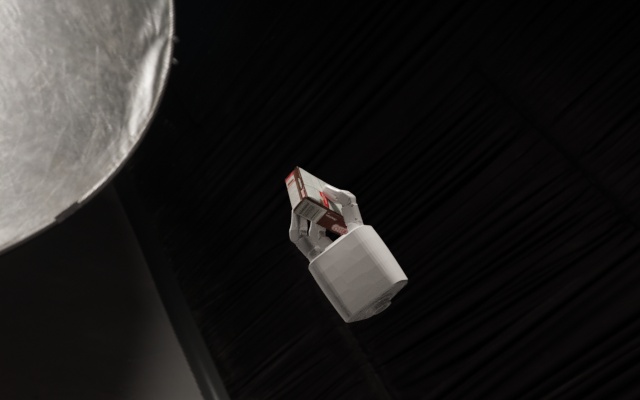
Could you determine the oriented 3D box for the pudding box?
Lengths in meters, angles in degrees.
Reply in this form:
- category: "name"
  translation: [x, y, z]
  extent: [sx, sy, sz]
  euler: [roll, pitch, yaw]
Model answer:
- category: "pudding box"
  translation: [0.000, 0.003, 0.798]
  extent: [0.113, 0.039, 0.090]
  euler: [30, 24, -32]
